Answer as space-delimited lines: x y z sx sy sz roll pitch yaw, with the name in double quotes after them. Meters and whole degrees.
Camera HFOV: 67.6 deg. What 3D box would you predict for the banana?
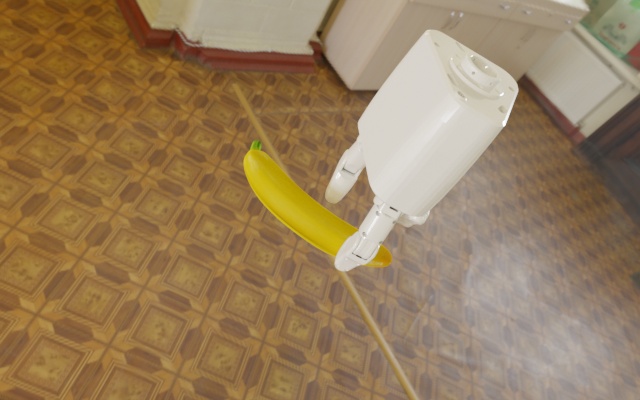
-0.012 0.007 0.480 0.069 0.198 0.037 -38 -13 -48 "banana"
